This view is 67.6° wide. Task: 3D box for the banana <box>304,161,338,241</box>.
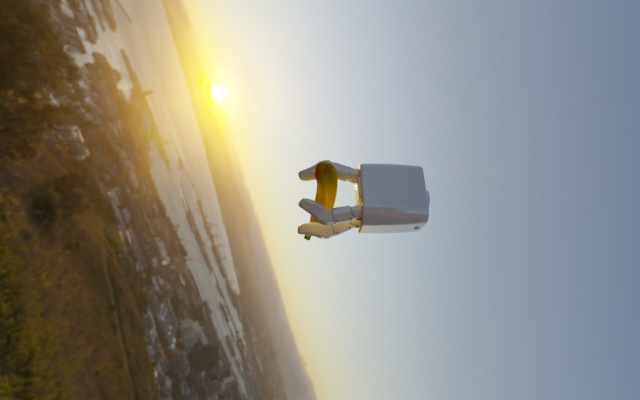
[{"bbox_3d":[0.006,-0.009,0.796,0.037,0.069,0.198,18,-38,7],"label":"banana"}]
